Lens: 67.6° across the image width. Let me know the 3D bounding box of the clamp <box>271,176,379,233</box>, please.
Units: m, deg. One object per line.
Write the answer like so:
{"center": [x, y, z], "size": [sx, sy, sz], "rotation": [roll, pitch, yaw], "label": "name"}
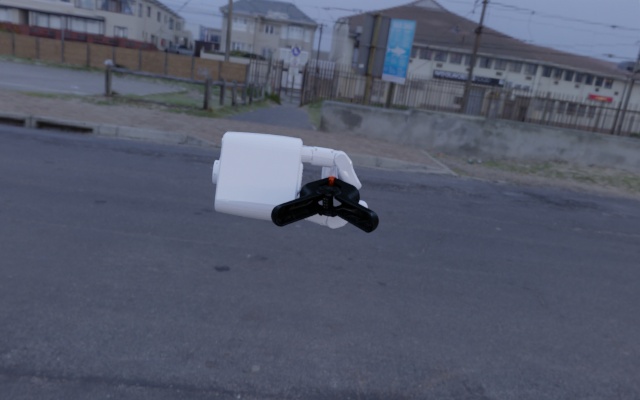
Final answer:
{"center": [0.000, 0.001, 0.599], "size": [0.120, 0.039, 0.171], "rotation": [7, 13, -6], "label": "clamp"}
